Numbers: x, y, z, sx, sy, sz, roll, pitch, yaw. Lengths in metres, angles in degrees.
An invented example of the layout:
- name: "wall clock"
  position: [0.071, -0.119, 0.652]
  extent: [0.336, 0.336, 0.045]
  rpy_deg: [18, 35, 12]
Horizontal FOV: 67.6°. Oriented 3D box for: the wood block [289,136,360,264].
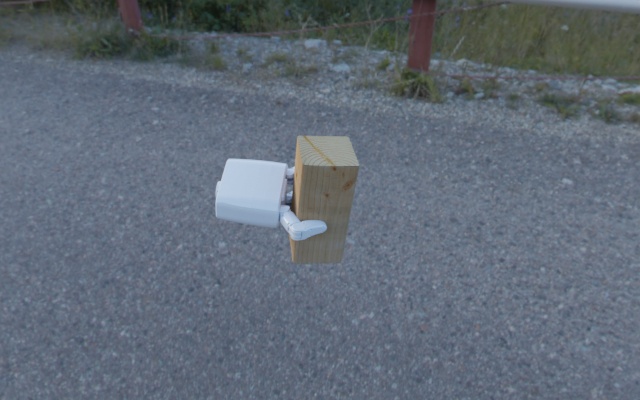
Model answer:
- name: "wood block"
  position: [0.000, 0.003, 0.813]
  extent: [0.090, 0.206, 0.090]
  rpy_deg: [0, 38, -10]
